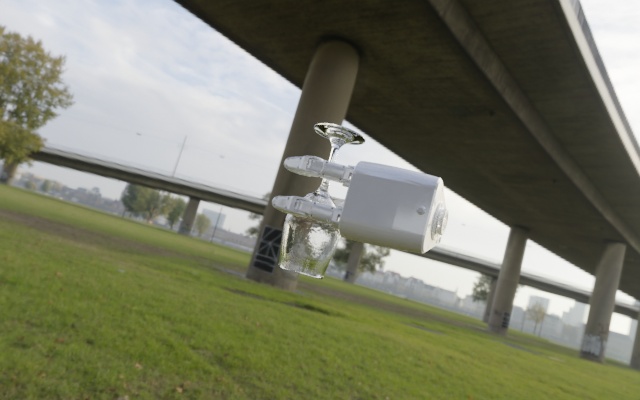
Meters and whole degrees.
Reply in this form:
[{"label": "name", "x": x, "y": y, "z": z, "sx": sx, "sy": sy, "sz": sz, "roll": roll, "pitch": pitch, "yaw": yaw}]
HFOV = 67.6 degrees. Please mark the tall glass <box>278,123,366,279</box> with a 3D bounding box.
[{"label": "tall glass", "x": 0.000, "y": 0.001, "z": 0.650, "sx": 0.079, "sy": 0.201, "sz": 0.079, "roll": 16, "pitch": -8, "yaw": 2}]
